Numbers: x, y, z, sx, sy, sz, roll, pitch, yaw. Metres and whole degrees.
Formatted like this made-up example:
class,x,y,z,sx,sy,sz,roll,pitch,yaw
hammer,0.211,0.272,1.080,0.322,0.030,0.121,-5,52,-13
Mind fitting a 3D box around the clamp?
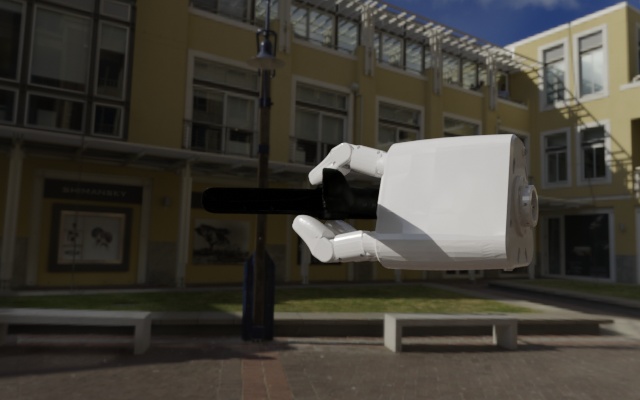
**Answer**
class,x,y,z,sx,sy,sz,roll,pitch,yaw
clamp,0.001,0.001,0.479,0.164,0.036,0.210,-4,-8,34
